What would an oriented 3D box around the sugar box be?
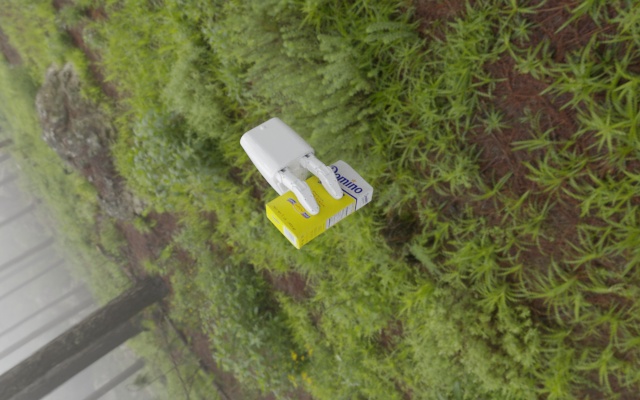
[{"bbox_3d":[0.000,0.002,0.860,0.176,0.093,0.048,-34,-28,-21],"label":"sugar box"}]
